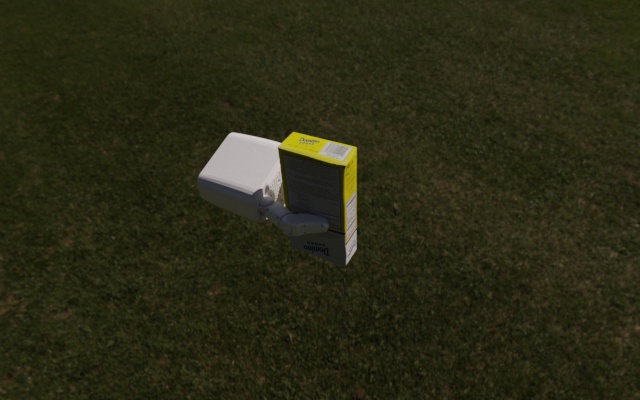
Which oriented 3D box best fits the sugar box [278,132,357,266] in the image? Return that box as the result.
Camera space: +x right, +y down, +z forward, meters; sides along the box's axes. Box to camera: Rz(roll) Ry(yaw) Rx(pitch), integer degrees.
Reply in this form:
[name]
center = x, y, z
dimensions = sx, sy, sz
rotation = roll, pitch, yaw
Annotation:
[sugar box]
center = 0.000, 0.002, 0.636
dimensions = 0.093, 0.176, 0.048
rotation = 17, 47, 22
